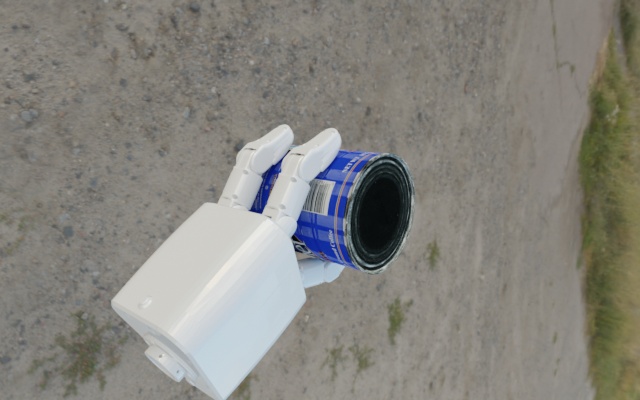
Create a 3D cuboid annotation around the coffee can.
[{"bbox_3d":[0.000,0.001,0.440,0.140,0.103,0.103,11,7,40],"label":"coffee can"}]
